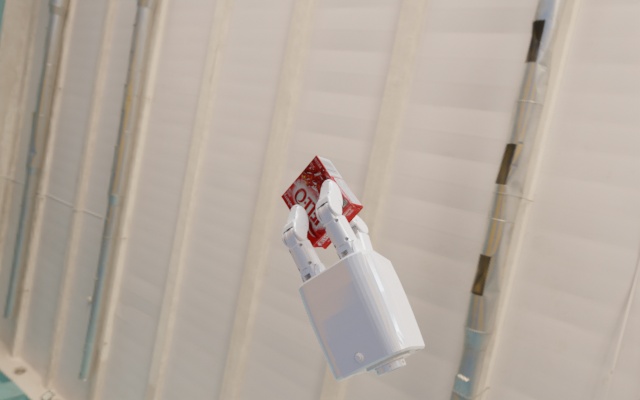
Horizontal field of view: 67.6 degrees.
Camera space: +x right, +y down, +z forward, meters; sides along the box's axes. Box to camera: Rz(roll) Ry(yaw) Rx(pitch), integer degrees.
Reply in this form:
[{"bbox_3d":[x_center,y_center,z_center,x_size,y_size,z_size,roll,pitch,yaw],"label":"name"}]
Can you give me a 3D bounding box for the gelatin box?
[{"bbox_3d":[0.000,0.002,0.577,0.030,0.089,0.073,15,-57,-48],"label":"gelatin box"}]
